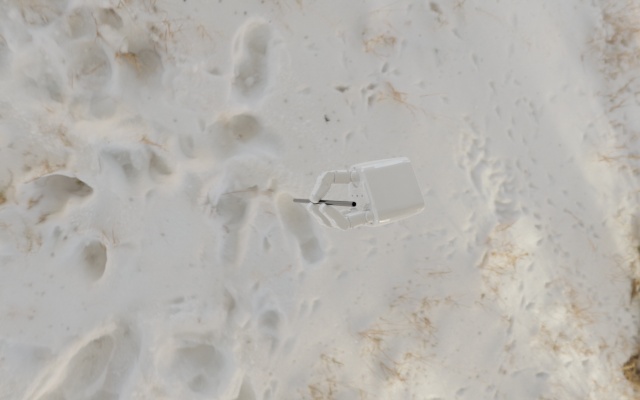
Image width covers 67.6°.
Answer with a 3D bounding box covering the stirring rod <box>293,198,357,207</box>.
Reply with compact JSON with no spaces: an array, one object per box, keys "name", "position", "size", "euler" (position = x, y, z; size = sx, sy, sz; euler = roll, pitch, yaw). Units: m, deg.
[{"name":"stirring rod","position":[0.000,0.003,0.805],"size":[0.011,0.011,0.239],"euler":[0,1,-24]}]
